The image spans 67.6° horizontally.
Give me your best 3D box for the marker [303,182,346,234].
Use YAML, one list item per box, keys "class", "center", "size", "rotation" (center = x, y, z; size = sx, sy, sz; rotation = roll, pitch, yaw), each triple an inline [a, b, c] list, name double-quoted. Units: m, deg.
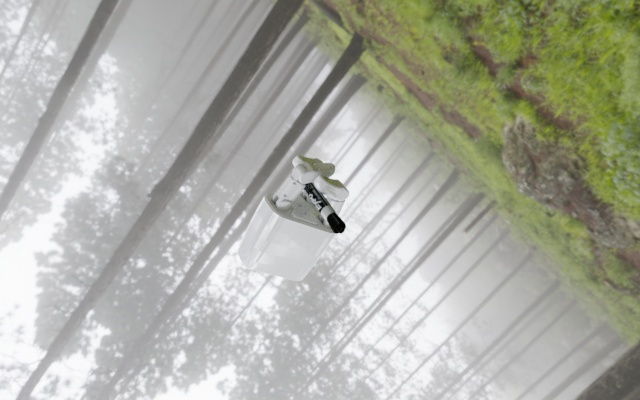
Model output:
- class: "marker"
  center: [0.000, 0.002, 0.637]
  size: [0.020, 0.020, 0.121]
  rotation: [0, 37, -34]
